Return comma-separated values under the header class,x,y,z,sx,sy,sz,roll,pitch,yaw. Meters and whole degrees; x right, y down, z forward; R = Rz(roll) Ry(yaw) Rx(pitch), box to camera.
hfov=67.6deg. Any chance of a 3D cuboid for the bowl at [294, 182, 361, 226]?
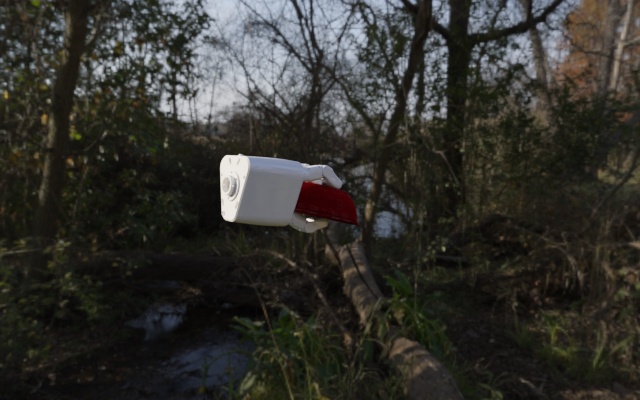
class,x,y,z,sx,sy,sz,roll,pitch,yaw
bowl,0.001,0.003,0.876,0.162,0.055,0.162,13,-4,1
